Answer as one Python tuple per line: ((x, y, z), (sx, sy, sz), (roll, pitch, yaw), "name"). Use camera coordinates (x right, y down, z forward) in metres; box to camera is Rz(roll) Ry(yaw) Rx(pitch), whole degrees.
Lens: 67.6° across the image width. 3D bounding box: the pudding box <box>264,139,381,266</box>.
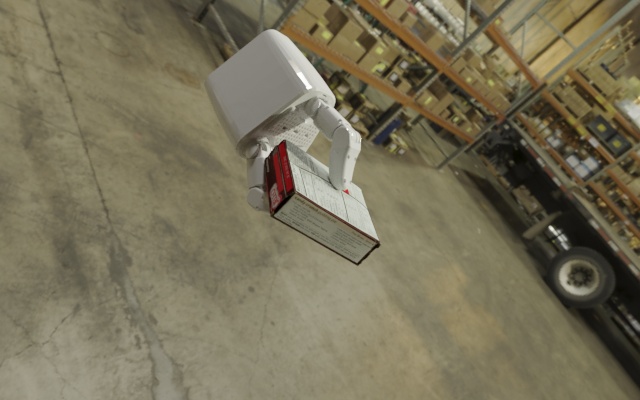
((0.000, 0.001, 0.463), (0.113, 0.039, 0.090), (30, 27, -29), "pudding box")
